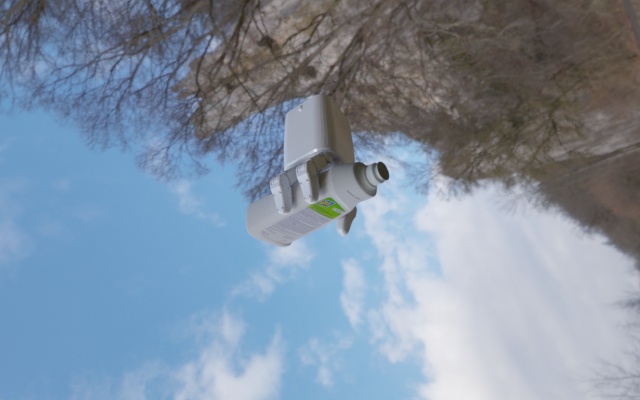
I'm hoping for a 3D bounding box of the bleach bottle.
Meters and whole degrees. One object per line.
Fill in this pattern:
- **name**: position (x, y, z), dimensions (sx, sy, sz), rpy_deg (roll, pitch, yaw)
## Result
- **bleach bottle**: position (0.000, 0.002, 0.734), dimensions (0.251, 0.068, 0.102), rpy_deg (-24, -33, 37)
